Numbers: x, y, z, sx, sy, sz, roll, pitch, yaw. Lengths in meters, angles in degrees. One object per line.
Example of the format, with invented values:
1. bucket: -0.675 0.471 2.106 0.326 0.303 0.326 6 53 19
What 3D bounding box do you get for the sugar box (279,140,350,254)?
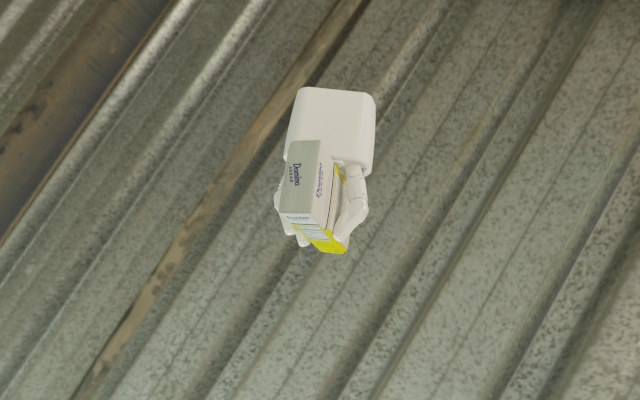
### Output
1. sugar box: 0.000 0.002 0.616 0.048 0.093 0.176 0 -21 20
